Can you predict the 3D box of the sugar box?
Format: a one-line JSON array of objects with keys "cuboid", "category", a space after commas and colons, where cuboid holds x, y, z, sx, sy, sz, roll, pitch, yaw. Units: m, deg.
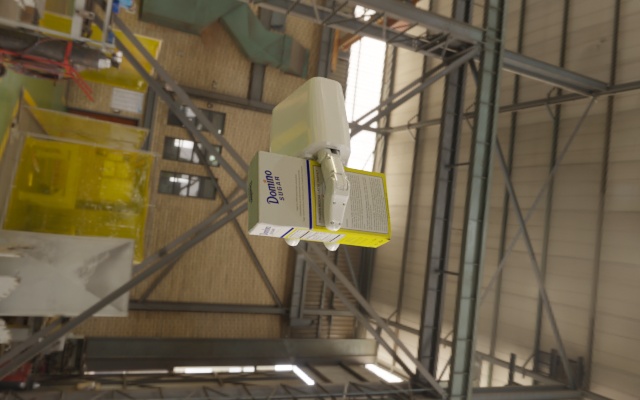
[{"cuboid": [0.000, 0.002, 0.583, 0.176, 0.093, 0.048, 8, -26, -23], "category": "sugar box"}]
